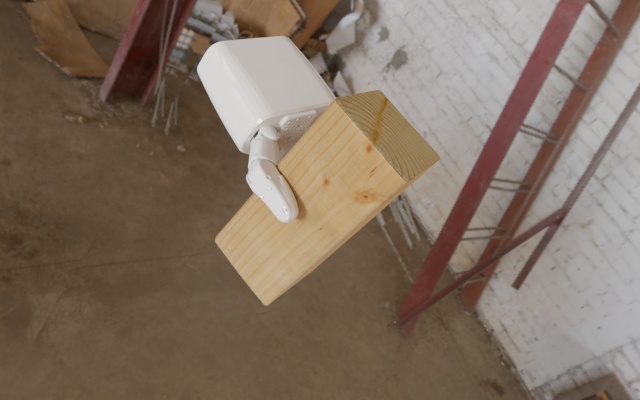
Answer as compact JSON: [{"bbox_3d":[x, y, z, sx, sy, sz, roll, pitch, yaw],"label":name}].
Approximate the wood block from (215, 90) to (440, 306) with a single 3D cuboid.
[{"bbox_3d":[0.000,0.001,0.462,0.206,0.090,0.091,-45,-10,34],"label":"wood block"}]
